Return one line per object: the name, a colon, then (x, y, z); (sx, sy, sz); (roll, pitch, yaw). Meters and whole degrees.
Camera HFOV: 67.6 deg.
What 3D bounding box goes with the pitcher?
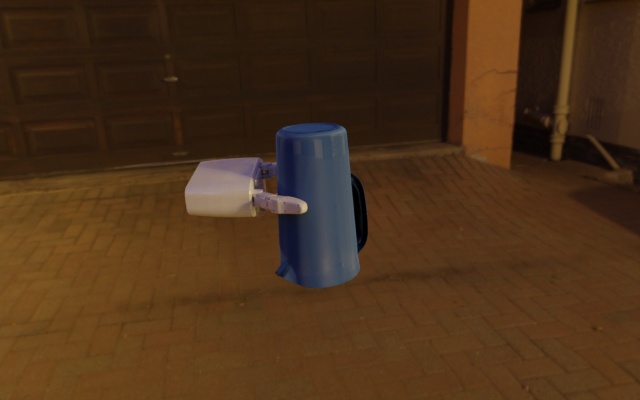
pitcher: (0.000, 0.003, 0.763); (0.145, 0.243, 0.149); (-1, 17, 8)
